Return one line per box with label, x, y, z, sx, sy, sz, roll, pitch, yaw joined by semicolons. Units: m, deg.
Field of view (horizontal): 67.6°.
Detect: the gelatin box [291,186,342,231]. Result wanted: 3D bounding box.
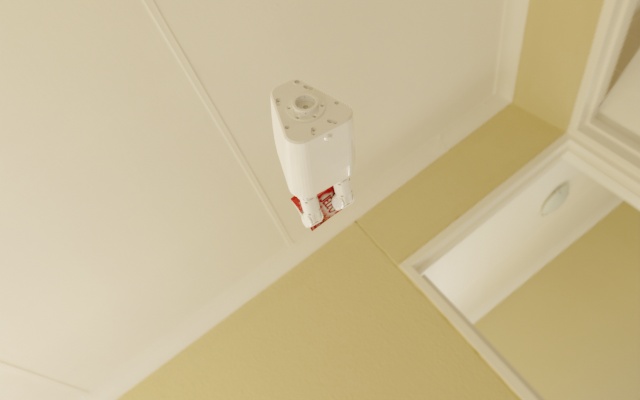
gelatin box;0.000;0.002;0.740;0.073;0.030;0.089;-36;-27;-5
